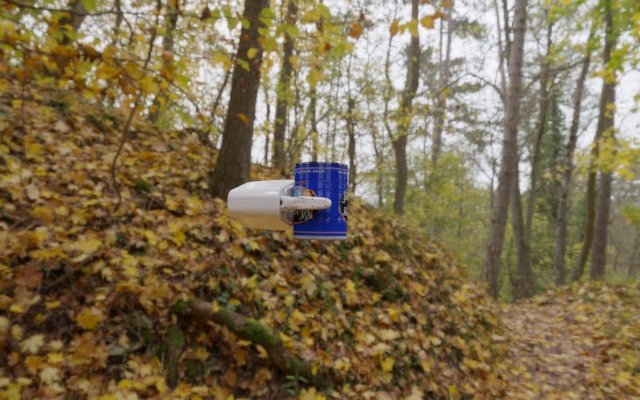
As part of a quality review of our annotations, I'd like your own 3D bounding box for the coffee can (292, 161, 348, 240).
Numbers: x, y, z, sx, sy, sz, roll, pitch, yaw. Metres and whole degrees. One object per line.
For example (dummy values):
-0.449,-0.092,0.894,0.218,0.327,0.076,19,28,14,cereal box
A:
0.000,0.003,0.896,0.103,0.140,0.103,1,-3,0,coffee can
